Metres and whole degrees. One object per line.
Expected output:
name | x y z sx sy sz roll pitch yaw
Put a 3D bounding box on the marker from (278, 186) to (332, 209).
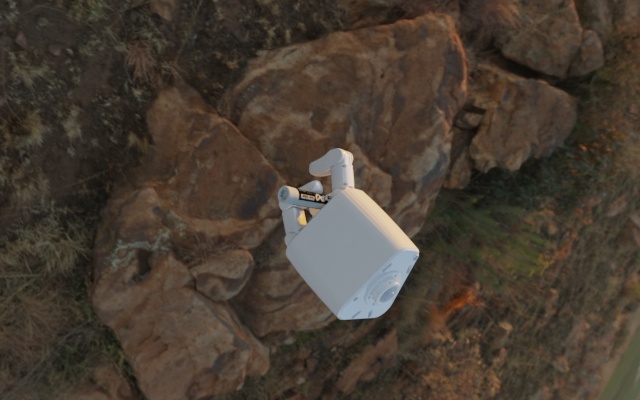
marker | 0.000 0.002 0.555 0.020 0.020 0.121 0 -8 42
